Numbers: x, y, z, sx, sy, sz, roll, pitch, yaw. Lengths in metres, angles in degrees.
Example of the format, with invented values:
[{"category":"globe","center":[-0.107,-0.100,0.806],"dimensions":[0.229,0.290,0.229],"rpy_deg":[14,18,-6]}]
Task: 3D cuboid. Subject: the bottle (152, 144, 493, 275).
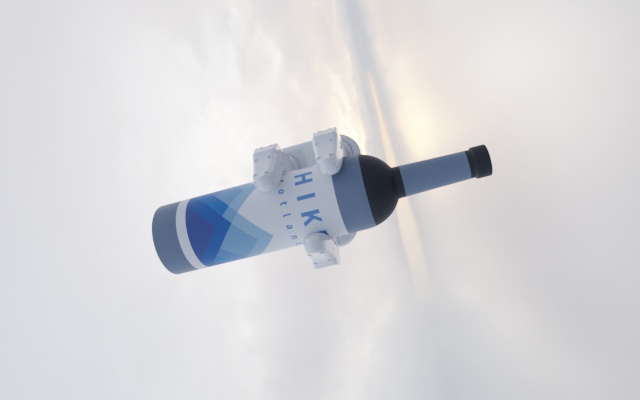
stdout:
[{"category":"bottle","center":[0.000,0.001,0.425],"dimensions":[0.296,0.069,0.069],"rpy_deg":[-14,-2,9]}]
